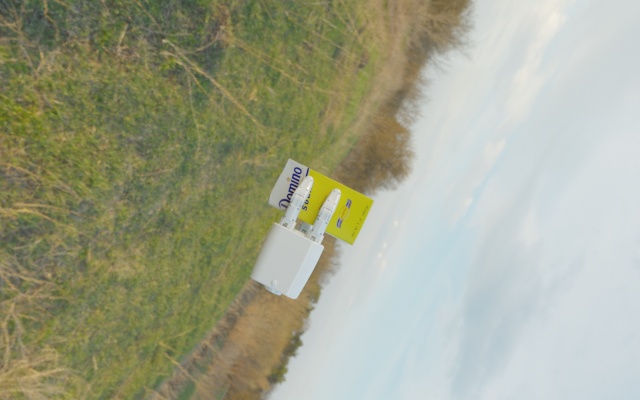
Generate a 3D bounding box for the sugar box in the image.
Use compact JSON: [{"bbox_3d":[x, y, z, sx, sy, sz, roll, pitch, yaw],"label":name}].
[{"bbox_3d":[0.000,0.003,0.877,0.176,0.093,0.048,26,-4,3],"label":"sugar box"}]
